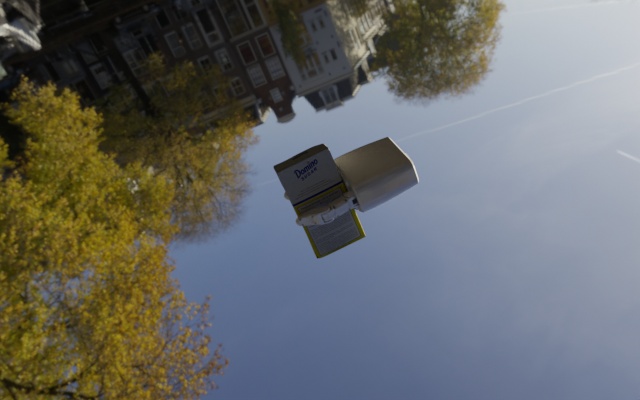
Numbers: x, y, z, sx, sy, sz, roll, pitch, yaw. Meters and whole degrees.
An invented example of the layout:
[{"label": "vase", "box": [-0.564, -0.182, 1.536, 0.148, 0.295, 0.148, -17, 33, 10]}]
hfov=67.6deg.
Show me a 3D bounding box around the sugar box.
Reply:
[{"label": "sugar box", "box": [0.000, 0.002, 0.794, 0.093, 0.176, 0.048, -26, 23, -4]}]
